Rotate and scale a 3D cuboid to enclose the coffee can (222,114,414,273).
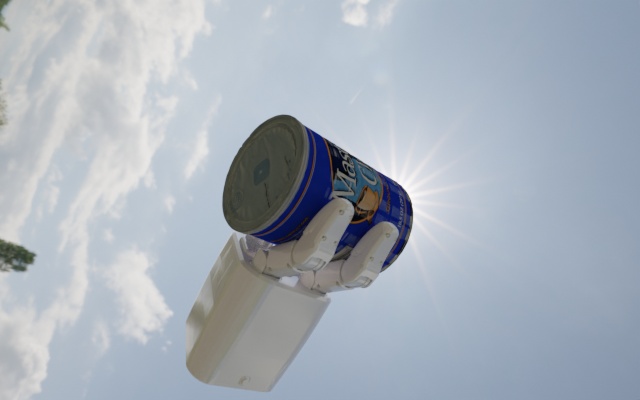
[{"bbox_3d":[0.000,0.001,0.425,0.140,0.102,0.103,27,-17,-38],"label":"coffee can"}]
